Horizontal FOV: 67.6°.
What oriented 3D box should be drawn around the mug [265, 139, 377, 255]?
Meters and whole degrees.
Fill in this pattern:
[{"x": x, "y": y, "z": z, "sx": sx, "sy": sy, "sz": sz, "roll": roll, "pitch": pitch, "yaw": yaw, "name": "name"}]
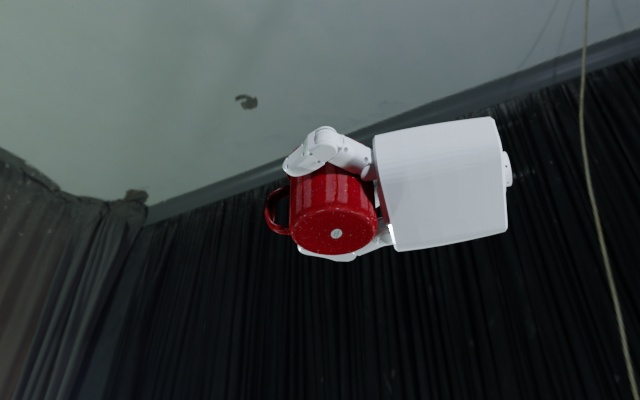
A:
[{"x": -0.001, "y": 0.002, "z": 0.464, "sx": 0.117, "sy": 0.081, "sz": 0.093, "roll": -11, "pitch": -39, "yaw": 13, "name": "mug"}]
